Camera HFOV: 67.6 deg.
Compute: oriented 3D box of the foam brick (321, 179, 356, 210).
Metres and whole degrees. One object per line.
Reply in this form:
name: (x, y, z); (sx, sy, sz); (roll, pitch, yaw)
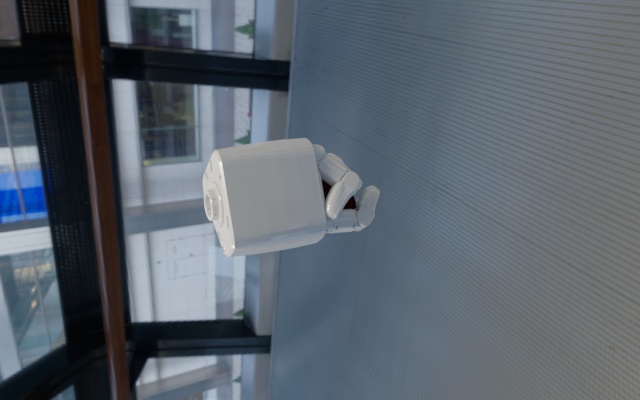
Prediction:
foam brick: (0.000, 0.002, 0.588); (0.051, 0.053, 0.078); (-10, -17, -27)
